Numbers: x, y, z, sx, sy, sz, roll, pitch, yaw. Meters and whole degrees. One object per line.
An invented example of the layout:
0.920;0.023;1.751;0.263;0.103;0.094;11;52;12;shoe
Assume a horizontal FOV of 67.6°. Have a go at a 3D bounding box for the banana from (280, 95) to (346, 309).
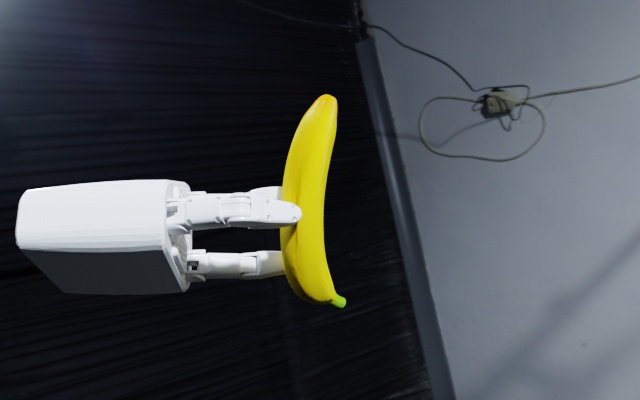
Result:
-0.008;0.007;0.415;0.037;0.198;0.069;3;10;26;banana
